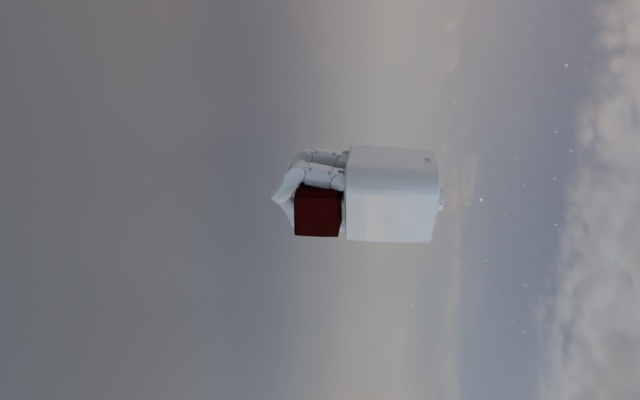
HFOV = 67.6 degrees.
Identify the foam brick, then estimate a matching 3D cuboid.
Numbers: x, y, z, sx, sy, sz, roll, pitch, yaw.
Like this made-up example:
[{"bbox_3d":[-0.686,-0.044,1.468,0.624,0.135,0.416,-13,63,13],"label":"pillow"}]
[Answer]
[{"bbox_3d":[0.000,0.002,0.570,0.051,0.053,0.078,4,28,7],"label":"foam brick"}]
